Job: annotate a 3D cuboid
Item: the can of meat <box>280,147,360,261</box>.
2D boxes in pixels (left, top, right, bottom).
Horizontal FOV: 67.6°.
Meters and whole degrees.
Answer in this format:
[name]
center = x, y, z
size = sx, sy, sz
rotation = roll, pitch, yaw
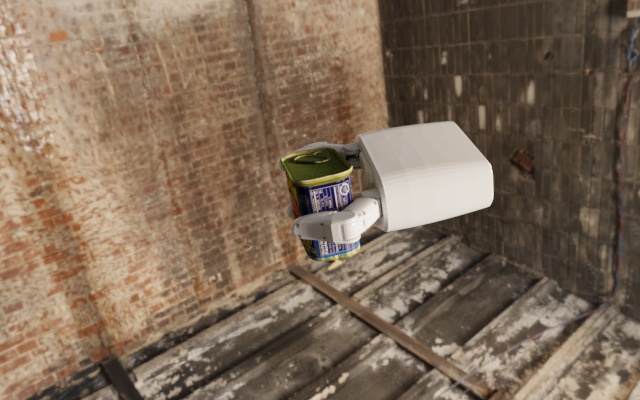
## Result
[can of meat]
center = 0.000, 0.002, 0.470
size = 0.057, 0.084, 0.102
rotation = -13, 21, -8
